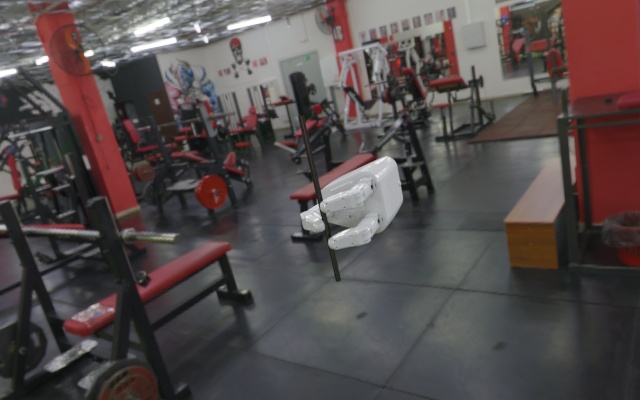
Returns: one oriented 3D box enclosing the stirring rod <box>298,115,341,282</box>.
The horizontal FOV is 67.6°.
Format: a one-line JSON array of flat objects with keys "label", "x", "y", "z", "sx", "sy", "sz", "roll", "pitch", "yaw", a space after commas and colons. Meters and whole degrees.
[{"label": "stirring rod", "x": 0.000, "y": 0.002, "z": 0.655, "sx": 0.011, "sy": 0.239, "sz": 0.011, "roll": -12, "pitch": 15, "yaw": 3}]
